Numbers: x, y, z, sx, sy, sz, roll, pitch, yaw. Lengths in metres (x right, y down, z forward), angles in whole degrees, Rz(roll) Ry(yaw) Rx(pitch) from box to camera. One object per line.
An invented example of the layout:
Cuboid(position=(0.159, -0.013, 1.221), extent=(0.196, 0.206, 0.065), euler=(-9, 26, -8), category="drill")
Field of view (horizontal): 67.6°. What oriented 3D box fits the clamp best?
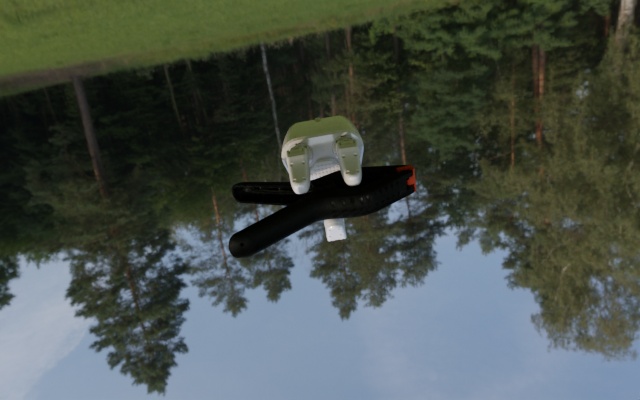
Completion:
Cuboid(position=(0.001, 0.002, 0.502), extent=(0.210, 0.036, 0.164), euler=(-10, 23, 2), category="clamp")
